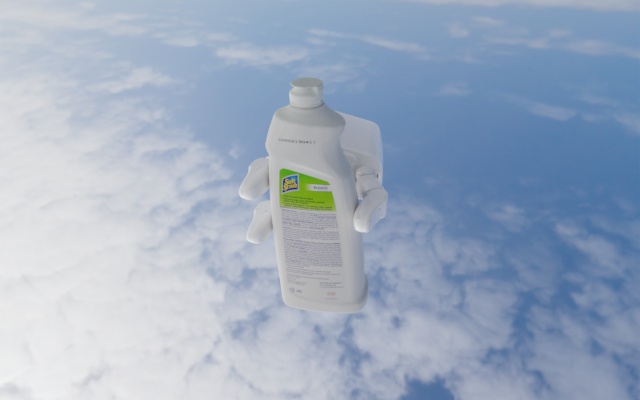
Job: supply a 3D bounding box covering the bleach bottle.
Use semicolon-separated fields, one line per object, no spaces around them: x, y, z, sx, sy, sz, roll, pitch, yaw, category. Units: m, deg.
0.000;0.002;0.489;0.102;0.251;0.068;2;32;8;bleach bottle
